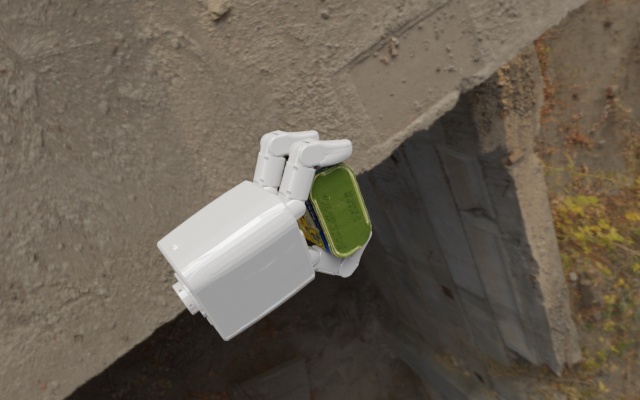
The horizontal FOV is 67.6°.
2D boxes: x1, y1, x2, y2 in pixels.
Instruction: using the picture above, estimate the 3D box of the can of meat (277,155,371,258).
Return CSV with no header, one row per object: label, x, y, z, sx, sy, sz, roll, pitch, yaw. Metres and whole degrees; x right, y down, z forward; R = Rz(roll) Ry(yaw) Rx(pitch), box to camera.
can of meat,0.000,0.002,0.490,0.057,0.102,0.084,-33,29,-20
